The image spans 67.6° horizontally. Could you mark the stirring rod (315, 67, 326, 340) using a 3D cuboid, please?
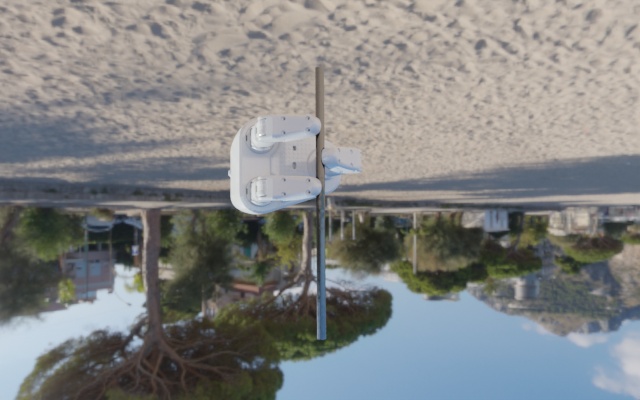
[{"bbox_3d":[0.000,0.001,0.424,0.011,0.239,0.011,0,-2,0],"label":"stirring rod"}]
